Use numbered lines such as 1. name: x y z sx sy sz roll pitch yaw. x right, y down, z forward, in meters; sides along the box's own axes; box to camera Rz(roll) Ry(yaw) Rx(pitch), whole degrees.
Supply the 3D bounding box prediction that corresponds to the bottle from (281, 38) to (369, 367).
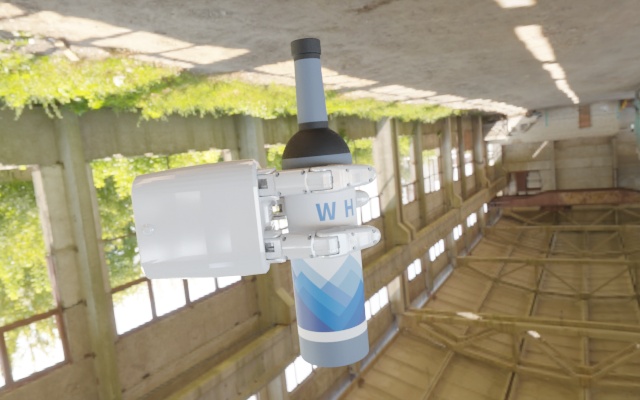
1. bottle: 0.000 0.002 0.448 0.069 0.296 0.069 -5 6 1
